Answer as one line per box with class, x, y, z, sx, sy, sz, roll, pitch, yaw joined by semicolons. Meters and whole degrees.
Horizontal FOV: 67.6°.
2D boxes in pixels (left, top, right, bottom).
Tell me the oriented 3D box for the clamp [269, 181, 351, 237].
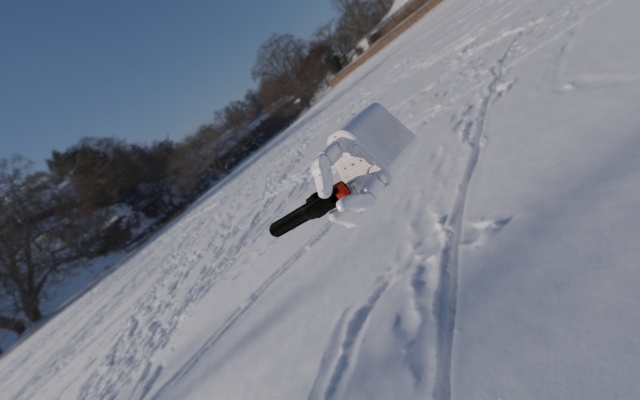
clamp;0.000;0.002;0.744;0.171;0.039;0.120;-24;16;49
